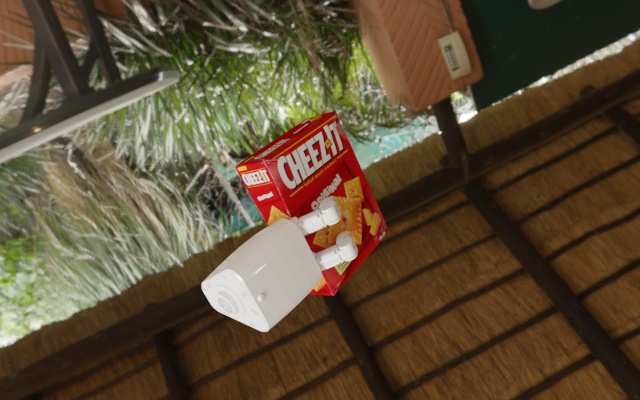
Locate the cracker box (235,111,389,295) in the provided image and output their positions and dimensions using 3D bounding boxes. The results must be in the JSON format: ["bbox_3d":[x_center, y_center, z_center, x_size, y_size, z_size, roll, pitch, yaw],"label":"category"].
[{"bbox_3d":[0.000,0.002,0.689,0.072,0.214,0.164,-7,26,45],"label":"cracker box"}]
